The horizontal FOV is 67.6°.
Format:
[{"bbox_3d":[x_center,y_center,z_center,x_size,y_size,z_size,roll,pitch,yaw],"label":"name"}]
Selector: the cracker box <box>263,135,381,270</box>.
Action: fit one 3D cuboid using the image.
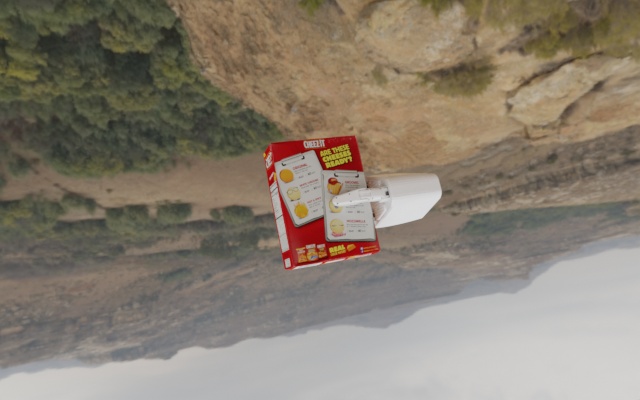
[{"bbox_3d":[0.000,0.003,0.839,0.164,0.213,0.072,-8,-10,-22],"label":"cracker box"}]
